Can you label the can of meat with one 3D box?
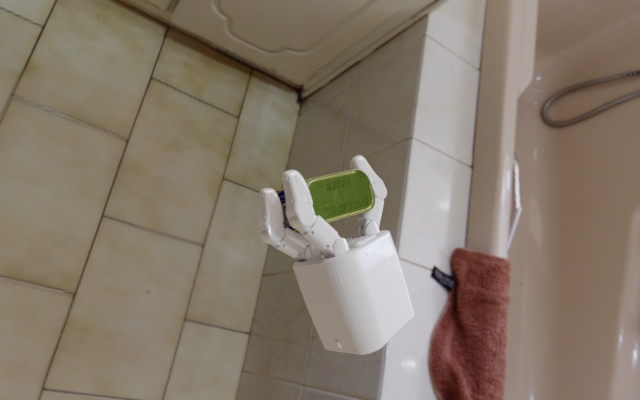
[{"bbox_3d":[0.000,0.002,0.553,0.102,0.057,0.084,-14,-2,-35],"label":"can of meat"}]
